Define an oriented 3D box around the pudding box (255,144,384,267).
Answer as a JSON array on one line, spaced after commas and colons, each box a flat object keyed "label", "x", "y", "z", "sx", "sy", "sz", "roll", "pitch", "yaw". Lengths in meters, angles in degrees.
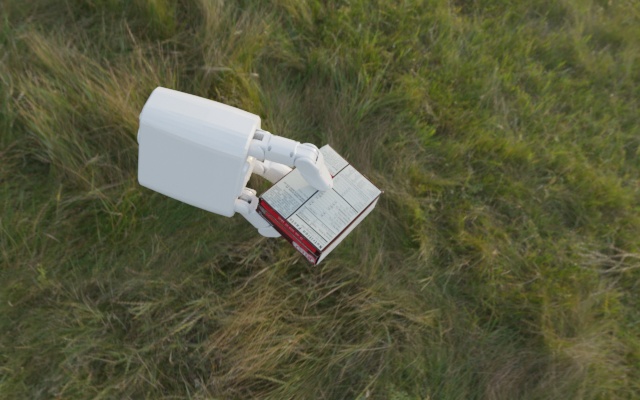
[{"label": "pudding box", "x": 0.000, "y": 0.002, "z": 0.519, "sx": 0.113, "sy": 0.090, "sz": 0.039, "roll": -42, "pitch": -12, "yaw": -29}]
